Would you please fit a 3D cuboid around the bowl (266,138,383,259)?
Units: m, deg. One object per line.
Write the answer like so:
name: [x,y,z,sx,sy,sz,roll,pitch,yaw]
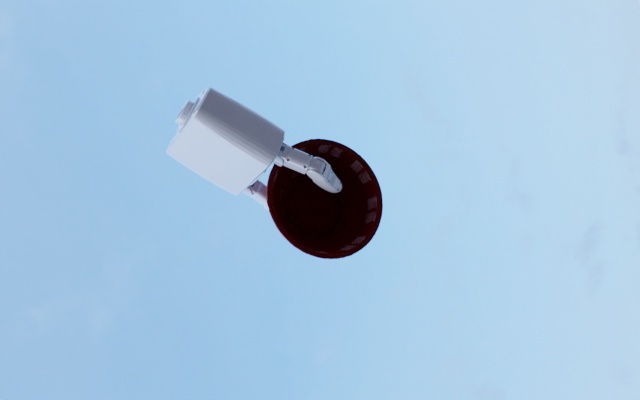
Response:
bowl: [0.001,0.003,0.639,0.162,0.162,0.055,0,-16,-21]
